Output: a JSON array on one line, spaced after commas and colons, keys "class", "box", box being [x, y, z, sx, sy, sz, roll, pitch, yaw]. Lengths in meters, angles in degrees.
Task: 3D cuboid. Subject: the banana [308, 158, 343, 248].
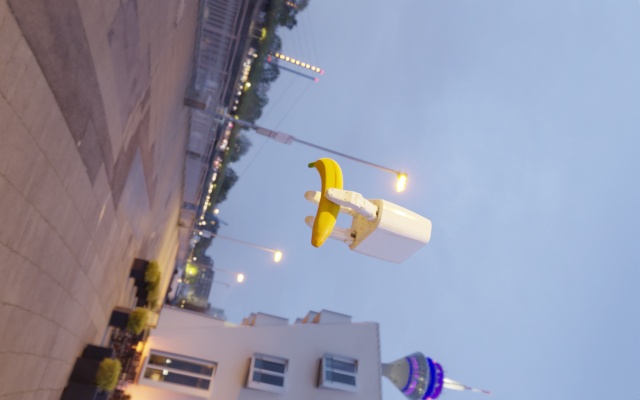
[{"class": "banana", "box": [0.010, -0.011, 0.813, 0.037, 0.197, 0.070, 24, -49, -24]}]
